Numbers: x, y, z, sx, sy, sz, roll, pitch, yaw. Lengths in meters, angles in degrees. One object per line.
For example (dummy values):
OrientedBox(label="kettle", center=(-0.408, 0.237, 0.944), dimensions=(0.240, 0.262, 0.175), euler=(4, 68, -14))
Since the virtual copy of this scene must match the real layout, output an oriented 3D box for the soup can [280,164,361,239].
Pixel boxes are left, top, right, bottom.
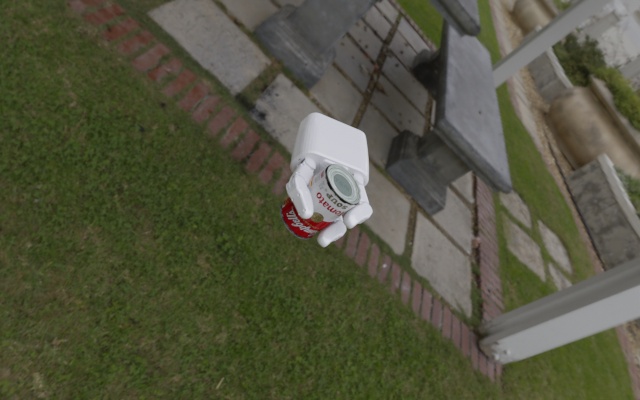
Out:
OrientedBox(label="soup can", center=(0.000, 0.002, 0.680), dimensions=(0.102, 0.068, 0.068), euler=(-37, -23, 34))
